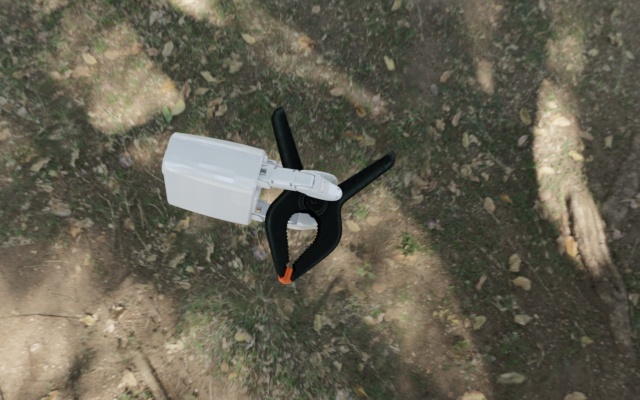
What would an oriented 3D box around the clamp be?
[{"bbox_3d":[0.000,0.002,0.582,0.164,0.210,0.036,14,-13,-7],"label":"clamp"}]
